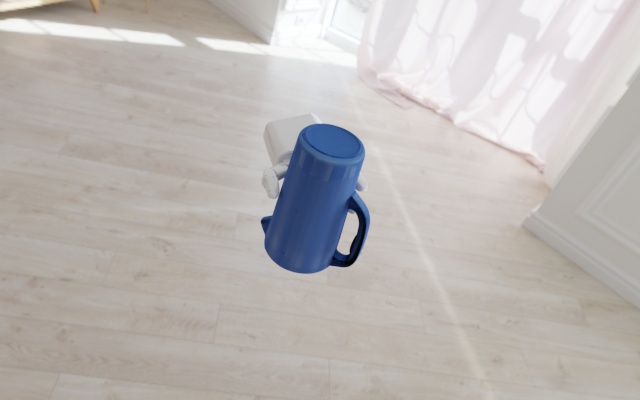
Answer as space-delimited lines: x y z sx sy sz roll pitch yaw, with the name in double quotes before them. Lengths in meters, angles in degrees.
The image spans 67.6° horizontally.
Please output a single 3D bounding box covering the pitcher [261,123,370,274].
"pitcher" 0.000 0.002 0.798 0.149 0.243 0.145 -2 43 -24
